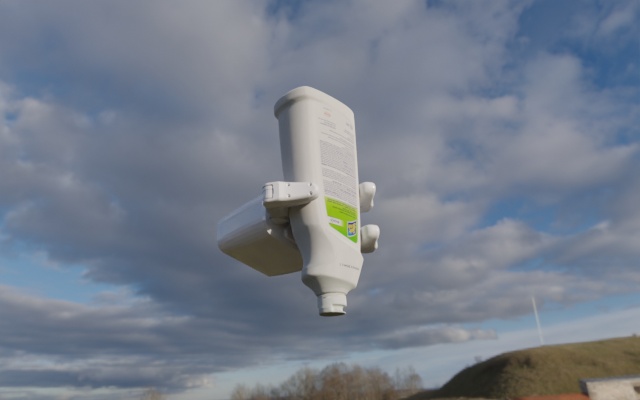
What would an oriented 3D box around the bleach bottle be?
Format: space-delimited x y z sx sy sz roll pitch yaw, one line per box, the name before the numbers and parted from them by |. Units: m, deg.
bleach bottle | 0.000 0.002 0.542 0.102 0.250 0.068 17 -30 -40
